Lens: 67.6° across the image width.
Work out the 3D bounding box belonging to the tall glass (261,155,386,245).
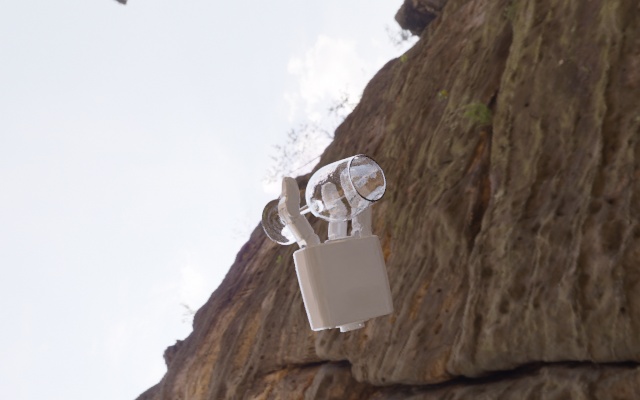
[{"bbox_3d":[0.000,0.002,0.662,0.079,0.079,0.201,0,-18,-38],"label":"tall glass"}]
